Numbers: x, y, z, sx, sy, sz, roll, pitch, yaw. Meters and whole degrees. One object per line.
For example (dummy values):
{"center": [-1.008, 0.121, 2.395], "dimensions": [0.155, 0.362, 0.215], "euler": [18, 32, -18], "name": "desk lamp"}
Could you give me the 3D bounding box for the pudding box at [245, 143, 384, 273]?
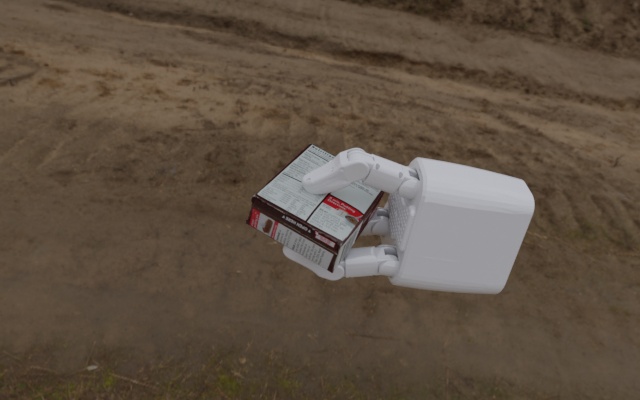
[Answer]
{"center": [0.000, 0.001, 0.439], "dimensions": [0.090, 0.039, 0.113], "euler": [28, 38, 12], "name": "pudding box"}
